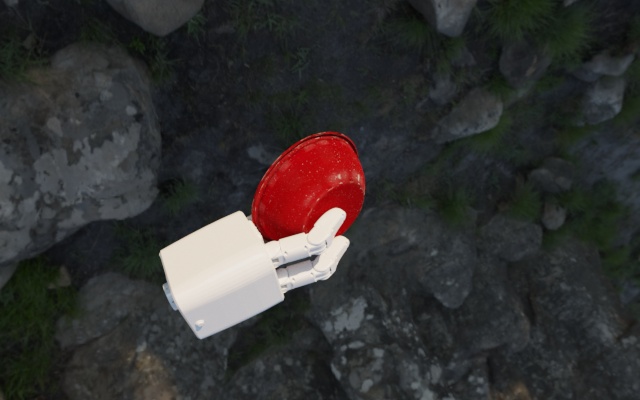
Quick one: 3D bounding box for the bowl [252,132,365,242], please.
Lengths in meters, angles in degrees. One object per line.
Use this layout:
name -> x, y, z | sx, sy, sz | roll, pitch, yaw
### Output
bowl -> 0.001, 0.001, 0.570 | 0.162, 0.162, 0.055 | 0, 33, -48
